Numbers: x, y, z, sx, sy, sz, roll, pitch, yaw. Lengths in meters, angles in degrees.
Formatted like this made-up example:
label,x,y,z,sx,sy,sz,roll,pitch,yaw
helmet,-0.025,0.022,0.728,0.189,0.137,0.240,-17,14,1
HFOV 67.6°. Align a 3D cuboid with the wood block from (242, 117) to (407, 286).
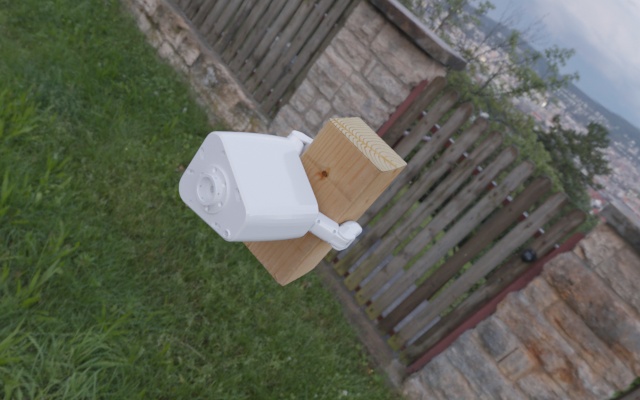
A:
label,x,y,z,sx,sy,sz,roll,pitch,yaw
wood block,0.000,0.002,0.613,0.206,0.091,0.090,-50,-15,27
